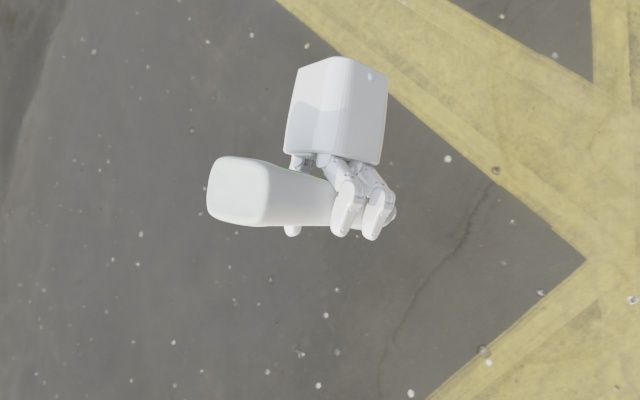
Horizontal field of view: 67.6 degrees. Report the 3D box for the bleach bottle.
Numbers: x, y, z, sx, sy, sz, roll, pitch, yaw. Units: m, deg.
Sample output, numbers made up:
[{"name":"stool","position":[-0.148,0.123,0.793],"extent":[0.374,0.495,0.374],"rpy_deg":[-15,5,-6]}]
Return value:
[{"name":"bleach bottle","position":[0.000,0.002,0.563],"extent":[0.102,0.068,0.251],"rpy_deg":[10,1,43]}]
